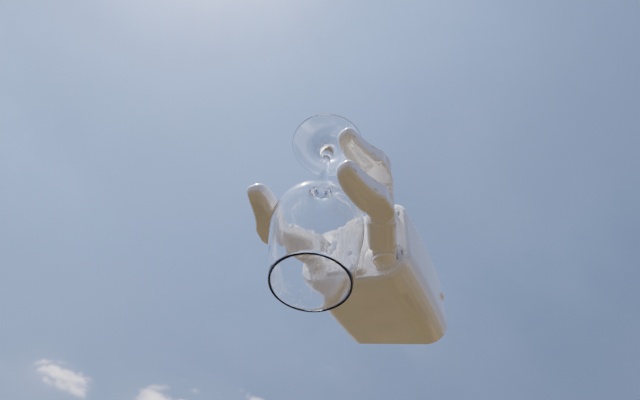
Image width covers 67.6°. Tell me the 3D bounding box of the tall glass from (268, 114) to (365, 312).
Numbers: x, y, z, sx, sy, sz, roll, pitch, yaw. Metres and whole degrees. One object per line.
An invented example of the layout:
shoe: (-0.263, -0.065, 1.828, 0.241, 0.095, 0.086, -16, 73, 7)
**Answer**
tall glass: (0.000, 0.001, 0.422, 0.079, 0.079, 0.201, 0, 36, 6)
